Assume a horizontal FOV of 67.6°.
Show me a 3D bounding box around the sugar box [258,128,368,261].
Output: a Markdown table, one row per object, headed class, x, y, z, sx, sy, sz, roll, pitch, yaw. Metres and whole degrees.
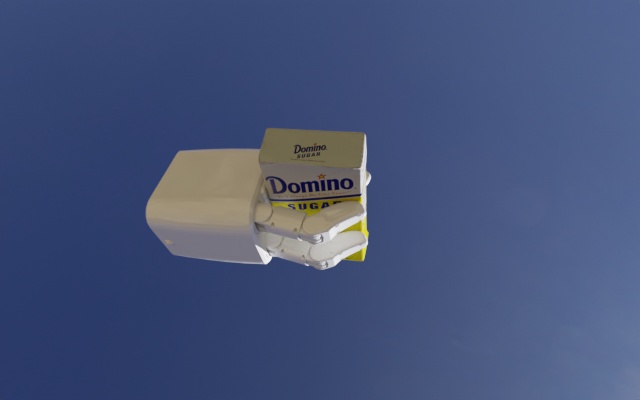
| class | x | y | z | sx | sy | sz | roll | pitch | yaw |
| --- | --- | --- | --- | --- | --- | --- | --- | --- | --- |
| sugar box | 0.000 | 0.002 | 0.485 | 0.093 | 0.048 | 0.176 | 4 | -31 | 9 |
